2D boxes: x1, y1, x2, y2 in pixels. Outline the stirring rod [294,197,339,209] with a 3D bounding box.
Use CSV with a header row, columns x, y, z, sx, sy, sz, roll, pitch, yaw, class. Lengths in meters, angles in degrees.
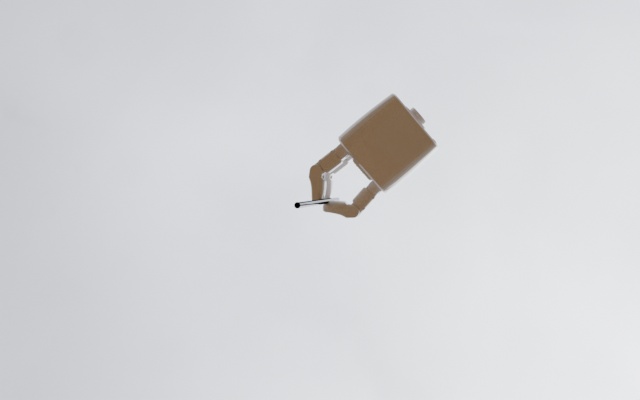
x,y,z,sx,sy,sz,roll,pitch,yaw,class
0.000,0.002,0.707,0.011,0.011,0.239,0,2,14,stirring rod
